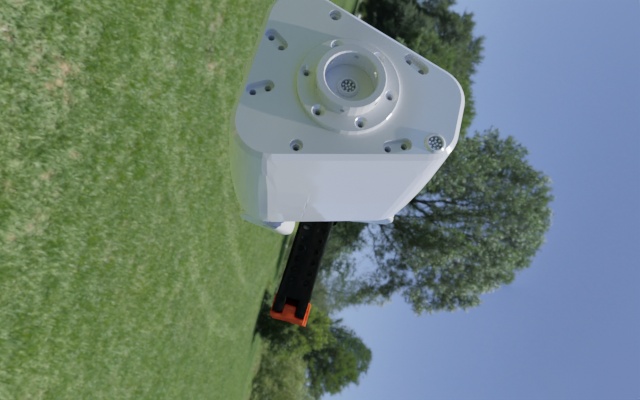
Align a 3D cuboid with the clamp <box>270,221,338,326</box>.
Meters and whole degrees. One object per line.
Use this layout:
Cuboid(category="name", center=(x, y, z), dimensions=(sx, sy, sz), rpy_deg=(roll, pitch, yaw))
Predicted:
Cuboid(category="clamp", center=(0.001, 0.002, 0.412), dimensions=(0.036, 0.210, 0.164), rpy_deg=(16, -17, -1))
